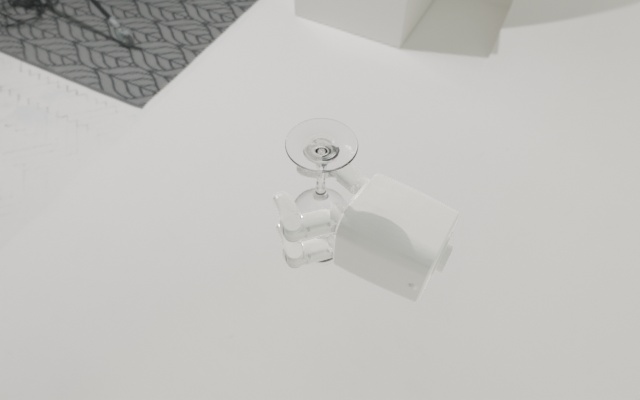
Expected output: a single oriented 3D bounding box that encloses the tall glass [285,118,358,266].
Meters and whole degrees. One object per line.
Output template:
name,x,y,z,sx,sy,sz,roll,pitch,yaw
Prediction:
tall glass,0.000,0.001,0.561,0.079,0.079,0.201,0,-36,-1
